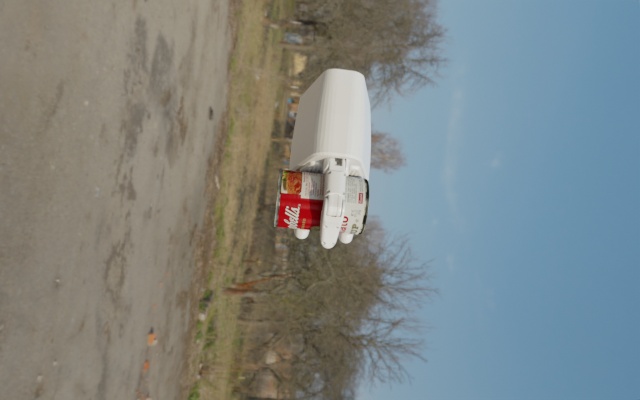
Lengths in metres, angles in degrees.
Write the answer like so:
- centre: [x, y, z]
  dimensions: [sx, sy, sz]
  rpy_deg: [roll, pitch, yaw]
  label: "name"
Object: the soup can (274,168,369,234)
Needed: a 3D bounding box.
- centre: [0.000, 0.002, 0.553]
  dimensions: [0.102, 0.068, 0.068]
  rpy_deg: [6, -1, -5]
  label: "soup can"
